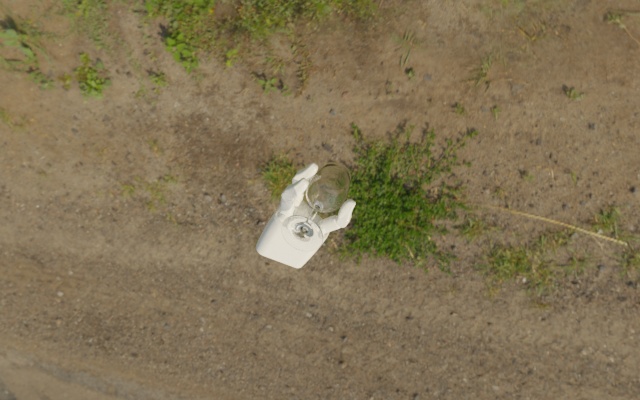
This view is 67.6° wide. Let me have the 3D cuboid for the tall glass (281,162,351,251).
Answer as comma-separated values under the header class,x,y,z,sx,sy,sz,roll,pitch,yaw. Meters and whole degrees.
class,x,y,z,sx,sy,sz,roll,pitch,yaw
tall glass,0.000,0.003,0.872,0.079,0.079,0.201,0,32,22
